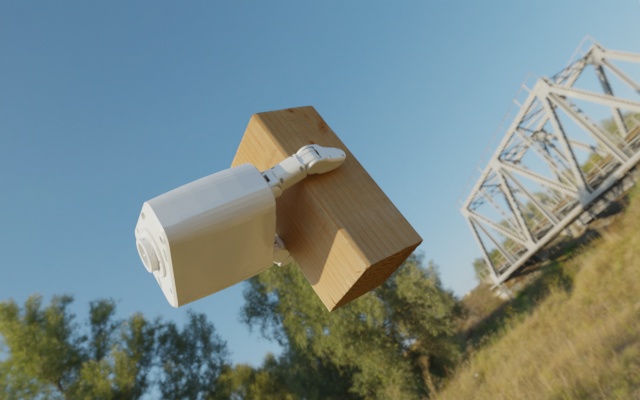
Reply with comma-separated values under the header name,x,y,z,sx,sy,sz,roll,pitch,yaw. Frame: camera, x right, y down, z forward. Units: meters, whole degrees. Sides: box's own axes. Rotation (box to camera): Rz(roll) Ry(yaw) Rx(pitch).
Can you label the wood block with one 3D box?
name,x,y,z,sx,sy,sz,roll,pitch,yaw
wood block,0.000,0.002,0.524,0.090,0.206,0.091,-17,-28,-41
